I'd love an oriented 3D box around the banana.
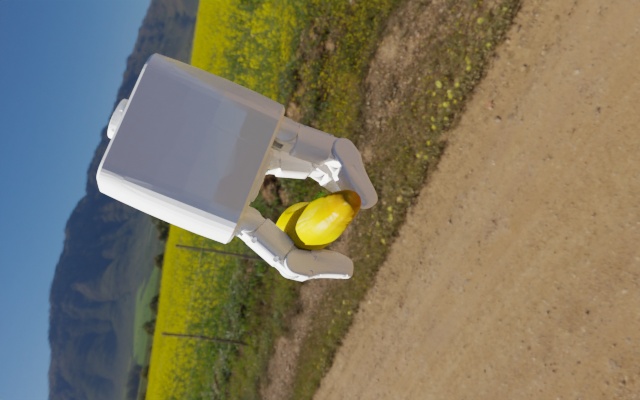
[{"bbox_3d":[-0.011,0.017,0.419,0.037,0.069,0.198,35,-3,-8],"label":"banana"}]
